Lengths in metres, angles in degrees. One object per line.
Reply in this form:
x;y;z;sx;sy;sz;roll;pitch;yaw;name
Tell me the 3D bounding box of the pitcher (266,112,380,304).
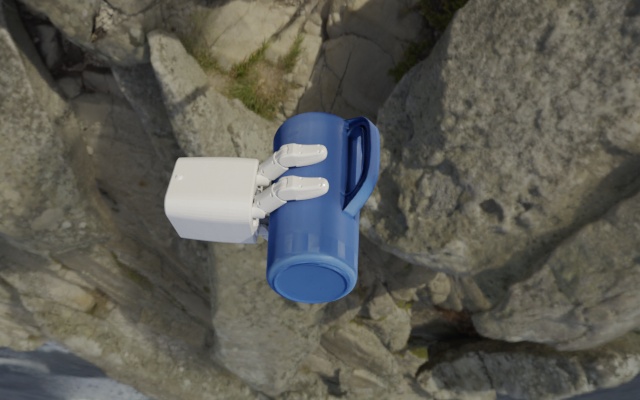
0.000;0.002;0.629;0.145;0.242;0.149;3;-41;-2;pitcher
